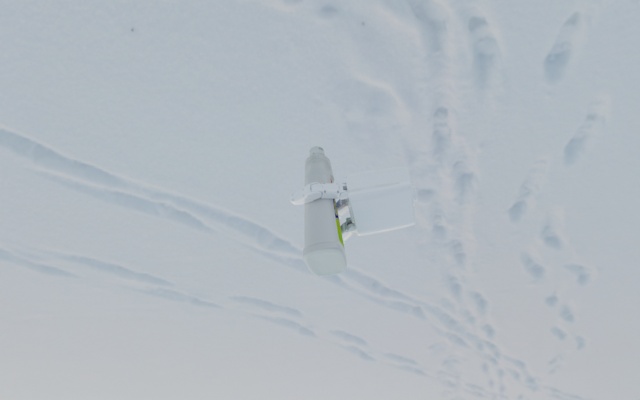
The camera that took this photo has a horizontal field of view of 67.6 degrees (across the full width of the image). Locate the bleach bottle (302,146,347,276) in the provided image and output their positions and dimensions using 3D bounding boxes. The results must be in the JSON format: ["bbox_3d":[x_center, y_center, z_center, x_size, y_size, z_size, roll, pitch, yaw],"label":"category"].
[{"bbox_3d":[0.000,0.003,0.860,0.068,0.250,0.103,-10,-33,7],"label":"bleach bottle"}]
